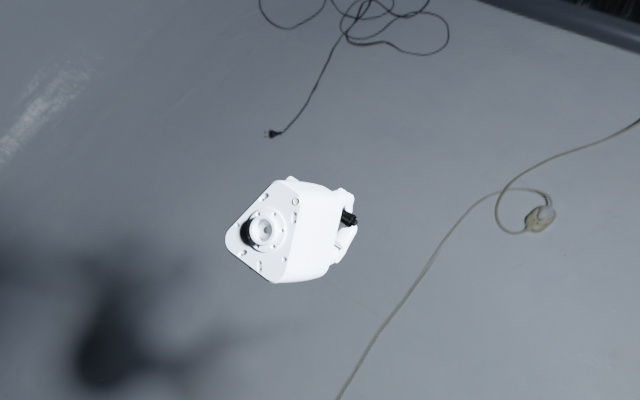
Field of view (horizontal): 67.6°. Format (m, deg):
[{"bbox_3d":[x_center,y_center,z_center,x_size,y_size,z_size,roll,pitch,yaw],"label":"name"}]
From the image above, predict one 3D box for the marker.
[{"bbox_3d":[0.000,0.002,0.666,0.121,0.020,0.020,32,13,22],"label":"marker"}]
